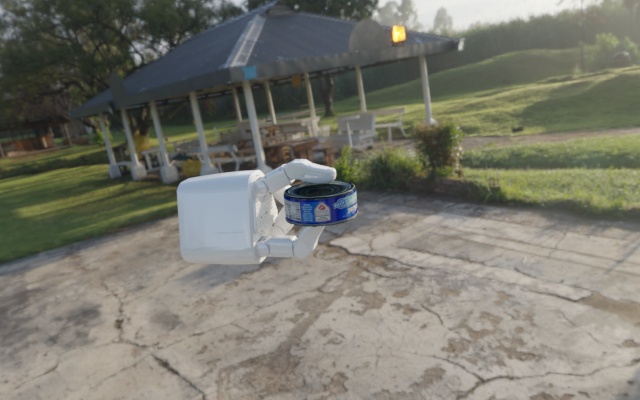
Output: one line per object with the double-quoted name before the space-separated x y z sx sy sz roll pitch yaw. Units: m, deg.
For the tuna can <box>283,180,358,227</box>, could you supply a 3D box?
"tuna can" 0.000 0.001 0.555 0.086 0.034 0.086 -4 15 1
